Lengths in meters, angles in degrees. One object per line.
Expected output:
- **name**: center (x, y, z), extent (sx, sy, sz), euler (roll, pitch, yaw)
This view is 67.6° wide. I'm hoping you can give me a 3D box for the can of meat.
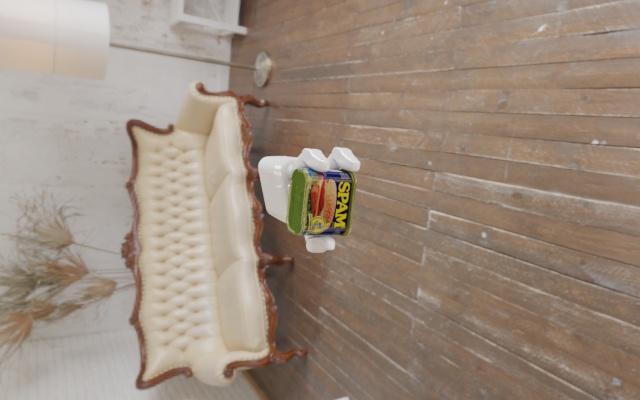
- **can of meat**: center (0.000, 0.002, 0.708), extent (0.084, 0.102, 0.057), euler (1, 10, -30)
